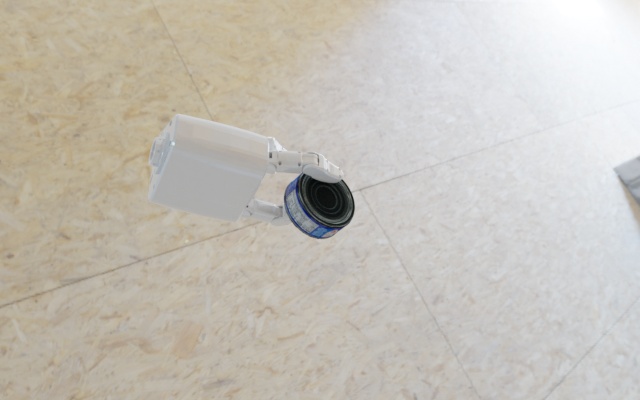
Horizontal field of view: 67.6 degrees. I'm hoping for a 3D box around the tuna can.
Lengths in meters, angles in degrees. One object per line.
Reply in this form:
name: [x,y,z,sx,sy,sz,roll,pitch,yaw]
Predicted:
tuna can: [0.000,0.002,0.585,0.086,0.086,0.034,0,-27,-38]
